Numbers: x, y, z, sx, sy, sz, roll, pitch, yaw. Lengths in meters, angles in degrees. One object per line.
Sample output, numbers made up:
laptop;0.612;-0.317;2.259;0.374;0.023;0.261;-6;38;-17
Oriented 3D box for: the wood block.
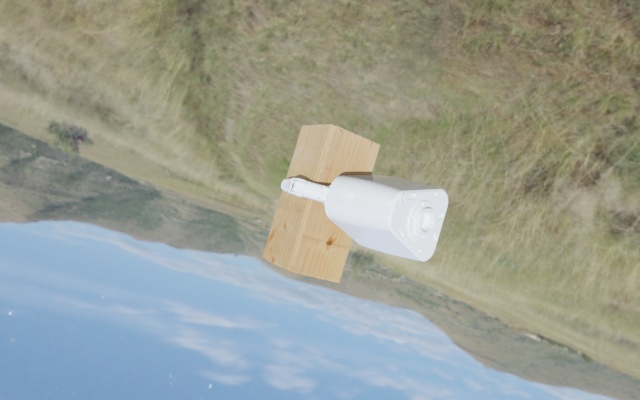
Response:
wood block;0.000;0.002;0.692;0.091;0.206;0.090;18;-3;-31
